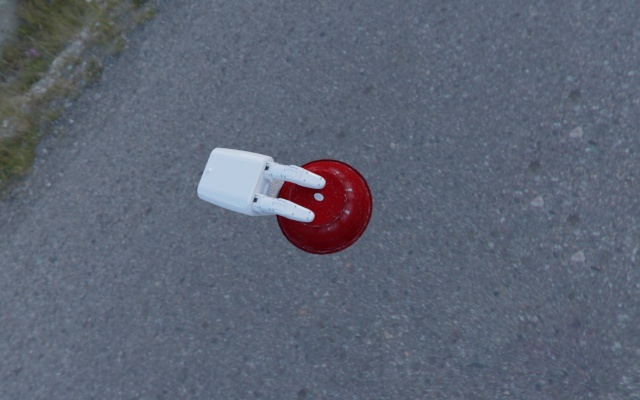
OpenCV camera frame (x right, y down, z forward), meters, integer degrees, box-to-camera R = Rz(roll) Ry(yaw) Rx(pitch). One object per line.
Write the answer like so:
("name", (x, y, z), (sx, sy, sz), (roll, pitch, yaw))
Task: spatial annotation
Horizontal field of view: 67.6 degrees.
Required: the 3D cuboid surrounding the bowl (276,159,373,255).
("bowl", (0.001, 0.002, 0.756), (0.162, 0.162, 0.055), (0, -14, 11))
